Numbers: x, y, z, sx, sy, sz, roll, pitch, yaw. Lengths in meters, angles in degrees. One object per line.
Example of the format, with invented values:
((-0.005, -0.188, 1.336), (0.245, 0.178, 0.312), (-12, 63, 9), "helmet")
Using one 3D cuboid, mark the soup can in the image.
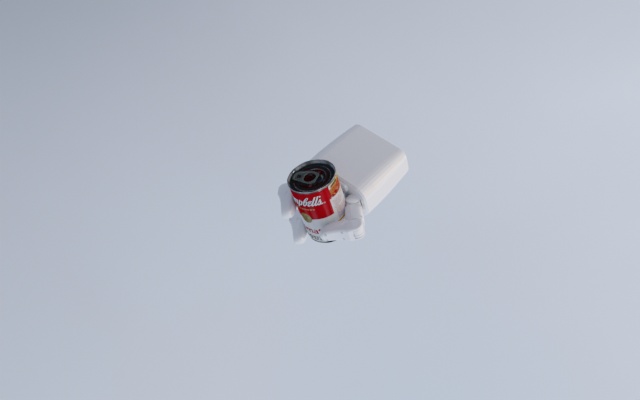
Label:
((0.000, 0.003, 0.671), (0.068, 0.102, 0.068), (-11, 42, 10), "soup can")
